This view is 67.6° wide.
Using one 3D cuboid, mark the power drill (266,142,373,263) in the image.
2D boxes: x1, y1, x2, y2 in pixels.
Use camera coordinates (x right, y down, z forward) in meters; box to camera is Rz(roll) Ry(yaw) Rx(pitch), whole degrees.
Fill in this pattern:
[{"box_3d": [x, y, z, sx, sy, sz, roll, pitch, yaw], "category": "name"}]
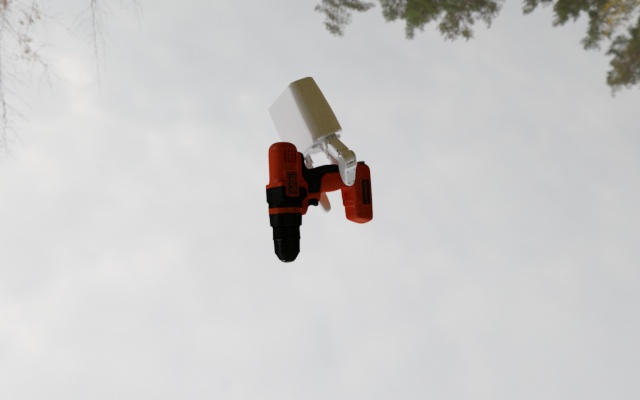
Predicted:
[{"box_3d": [0.000, 0.002, 0.767, 0.187, 0.184, 0.057, 0, -4, -39], "category": "power drill"}]
